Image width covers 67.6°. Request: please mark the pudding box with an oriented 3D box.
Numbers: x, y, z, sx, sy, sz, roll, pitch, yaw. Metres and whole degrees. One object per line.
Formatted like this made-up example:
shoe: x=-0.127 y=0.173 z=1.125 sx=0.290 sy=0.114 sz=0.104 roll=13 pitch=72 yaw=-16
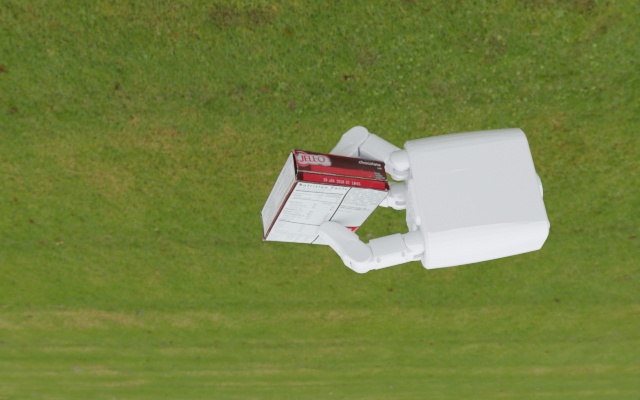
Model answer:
pudding box: x=0.000 y=0.002 z=0.452 sx=0.090 sy=0.039 sz=0.113 roll=7 pitch=-35 yaw=-20
